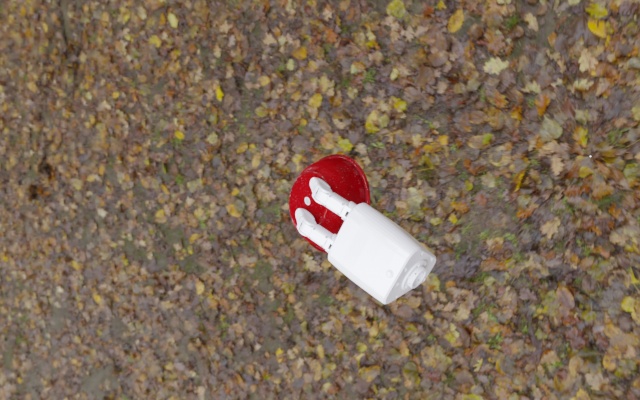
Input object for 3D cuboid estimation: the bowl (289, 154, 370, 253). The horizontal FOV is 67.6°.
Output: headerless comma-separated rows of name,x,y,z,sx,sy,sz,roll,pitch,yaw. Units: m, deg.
bowl,-0.001,0.002,0.754,0.055,0.162,0.162,7,-5,-44
